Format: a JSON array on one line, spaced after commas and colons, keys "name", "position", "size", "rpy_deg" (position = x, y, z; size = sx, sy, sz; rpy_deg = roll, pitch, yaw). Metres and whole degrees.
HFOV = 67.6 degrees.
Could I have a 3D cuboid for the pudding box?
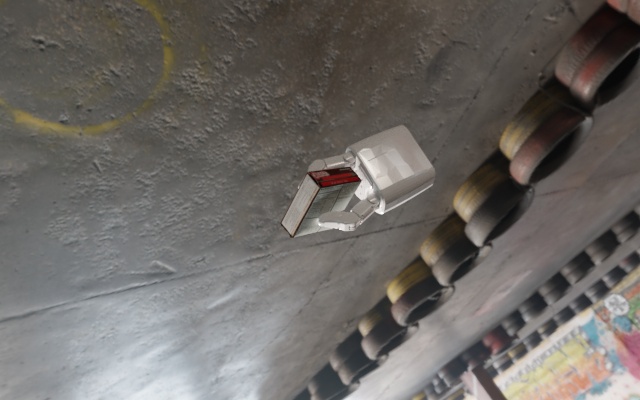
[{"name": "pudding box", "position": [0.000, 0.002, 0.728], "size": [0.090, 0.113, 0.039], "rpy_deg": [-9, 49, -42]}]
